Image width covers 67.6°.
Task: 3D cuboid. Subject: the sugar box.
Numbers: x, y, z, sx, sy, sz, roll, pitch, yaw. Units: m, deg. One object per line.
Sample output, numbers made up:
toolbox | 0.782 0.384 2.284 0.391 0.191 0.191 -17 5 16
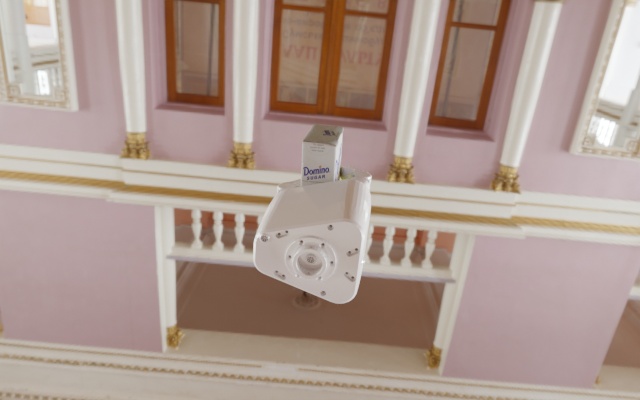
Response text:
sugar box | 0.001 0.002 0.592 0.048 0.176 0.093 8 22 5
